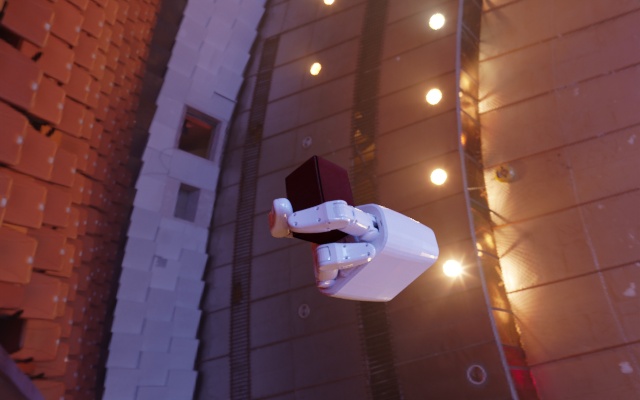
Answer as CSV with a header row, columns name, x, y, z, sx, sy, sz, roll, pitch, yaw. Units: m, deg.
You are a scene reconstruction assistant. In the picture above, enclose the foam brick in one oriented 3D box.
name,x,y,z,sx,sy,sz,roll,pitch,yaw
foam brick,0.000,0.001,0.521,0.051,0.078,0.053,18,-38,-41
